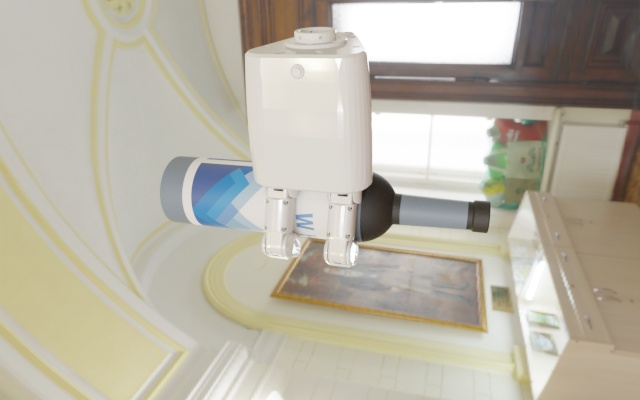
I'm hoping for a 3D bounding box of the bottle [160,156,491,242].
[{"bbox_3d":[0.000,0.001,0.440,0.295,0.069,0.069,5,1,15],"label":"bottle"}]
